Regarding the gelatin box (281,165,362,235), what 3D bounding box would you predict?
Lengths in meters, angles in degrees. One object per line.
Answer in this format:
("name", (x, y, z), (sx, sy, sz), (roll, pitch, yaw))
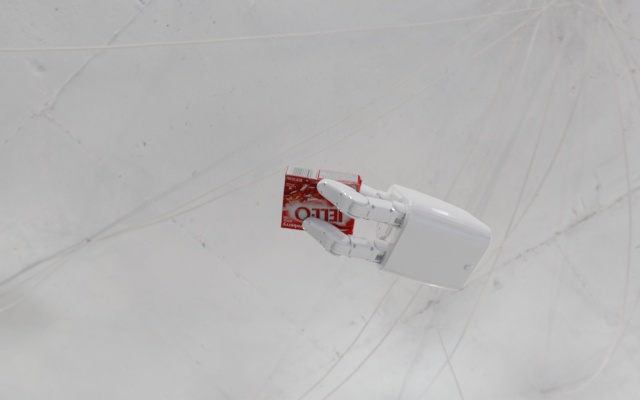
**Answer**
("gelatin box", (0.000, 0.002, 0.567), (0.089, 0.073, 0.030), (8, 30, 1))
